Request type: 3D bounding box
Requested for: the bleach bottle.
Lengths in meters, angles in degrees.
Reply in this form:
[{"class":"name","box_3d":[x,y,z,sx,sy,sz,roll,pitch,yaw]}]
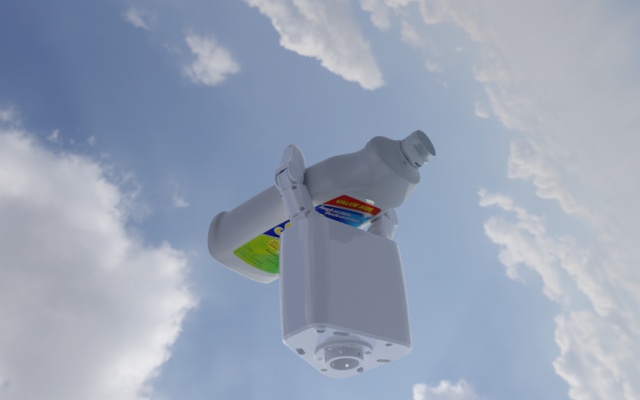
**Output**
[{"class":"bleach bottle","box_3d":[0.000,0.002,0.495,0.251,0.068,0.103,-32,-50,30]}]
